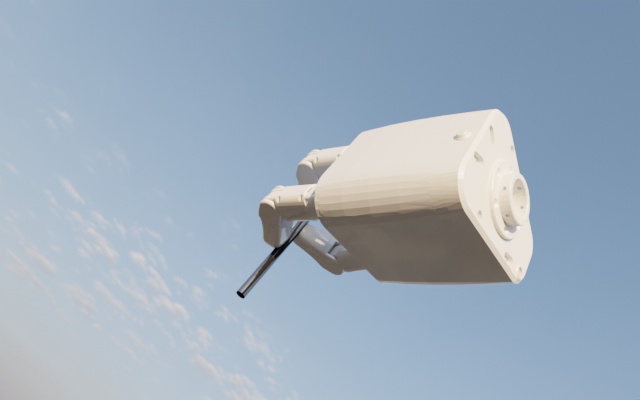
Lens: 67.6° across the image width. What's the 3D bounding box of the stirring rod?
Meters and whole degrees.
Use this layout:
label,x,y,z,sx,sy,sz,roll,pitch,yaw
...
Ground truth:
label,x,y,z,sx,sy,sz,roll,pitch,yaw
stirring rod,0.000,0.002,0.439,0.011,0.011,0.239,0,36,39
